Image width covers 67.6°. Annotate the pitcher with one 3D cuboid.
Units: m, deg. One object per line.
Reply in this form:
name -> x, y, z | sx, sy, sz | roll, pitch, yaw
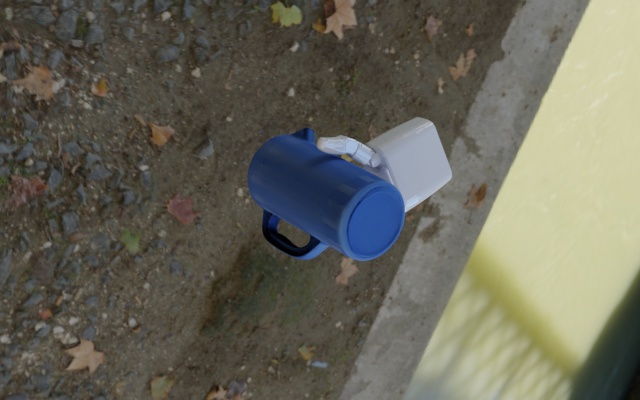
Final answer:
pitcher -> 0.000, 0.002, 0.690 | 0.145, 0.149, 0.242 | -29, 32, -23
